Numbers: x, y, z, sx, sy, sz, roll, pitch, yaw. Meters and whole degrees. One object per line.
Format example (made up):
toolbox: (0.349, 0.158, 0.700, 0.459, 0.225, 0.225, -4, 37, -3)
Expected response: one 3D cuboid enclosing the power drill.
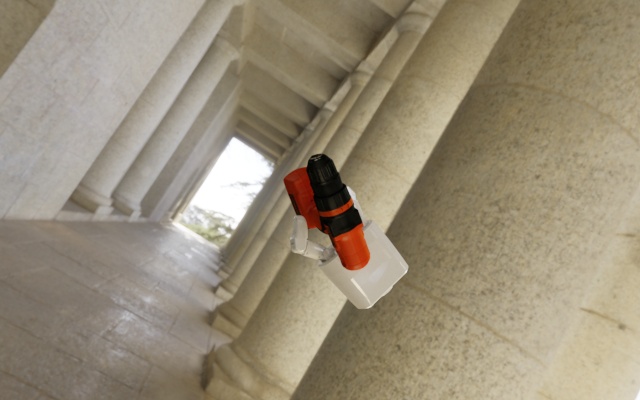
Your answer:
power drill: (0.000, 0.003, 0.738, 0.057, 0.184, 0.187, -25, 22, -12)
